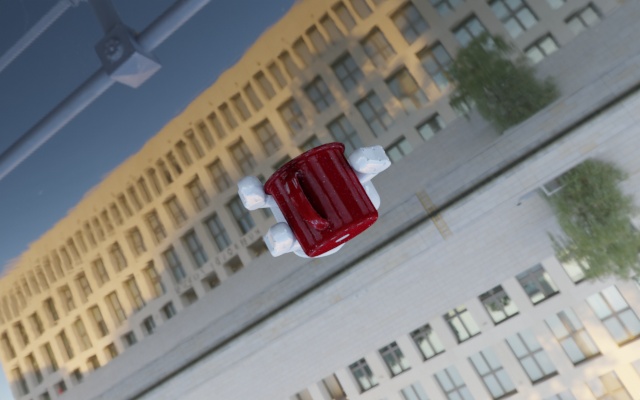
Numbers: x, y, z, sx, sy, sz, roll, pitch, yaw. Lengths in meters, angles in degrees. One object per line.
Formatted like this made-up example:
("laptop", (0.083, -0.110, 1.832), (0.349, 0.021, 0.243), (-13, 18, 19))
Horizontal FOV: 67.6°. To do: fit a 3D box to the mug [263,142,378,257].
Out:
("mug", (0.000, 0.002, 0.455), (0.093, 0.081, 0.117), (-33, -13, 12))
